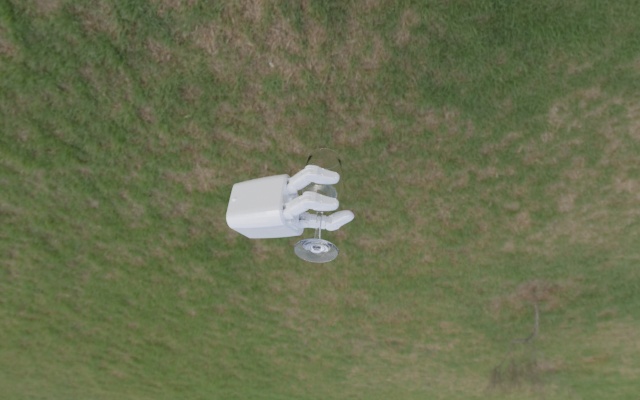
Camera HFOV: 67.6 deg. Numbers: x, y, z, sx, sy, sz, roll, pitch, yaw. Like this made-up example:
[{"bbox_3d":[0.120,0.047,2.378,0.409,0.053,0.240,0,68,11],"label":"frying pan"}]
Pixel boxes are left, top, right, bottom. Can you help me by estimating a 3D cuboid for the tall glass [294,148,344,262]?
[{"bbox_3d":[0.000,0.003,0.839,0.079,0.201,0.079,4,-35,3],"label":"tall glass"}]
